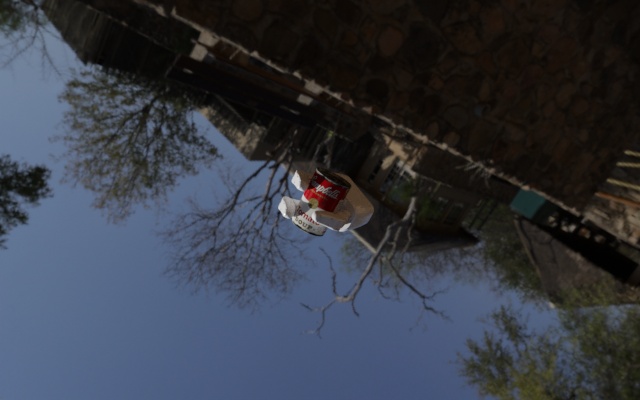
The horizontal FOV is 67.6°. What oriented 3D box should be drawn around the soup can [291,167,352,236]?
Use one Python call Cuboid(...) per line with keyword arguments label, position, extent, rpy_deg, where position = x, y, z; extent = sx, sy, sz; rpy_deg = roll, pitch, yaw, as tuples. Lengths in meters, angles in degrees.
Cuboid(label="soup can", position=(0.000, 0.003, 0.831), extent=(0.068, 0.102, 0.068), rpy_deg=(27, 15, -8))
